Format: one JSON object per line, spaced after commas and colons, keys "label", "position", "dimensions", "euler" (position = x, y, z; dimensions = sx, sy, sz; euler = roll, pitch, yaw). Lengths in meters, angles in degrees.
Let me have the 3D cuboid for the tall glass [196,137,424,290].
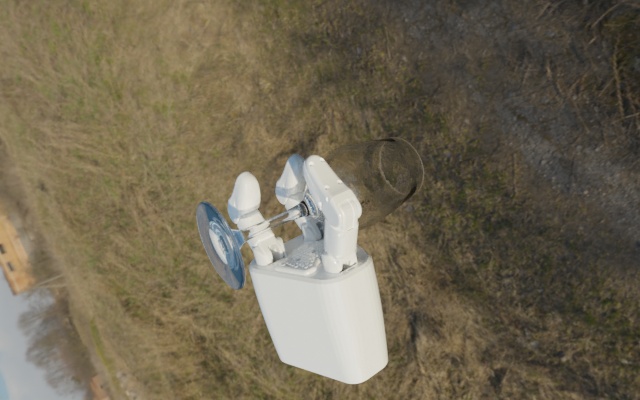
{"label": "tall glass", "position": [0.000, 0.001, 0.419], "dimensions": [0.201, 0.079, 0.079], "euler": [-24, 12, -30]}
